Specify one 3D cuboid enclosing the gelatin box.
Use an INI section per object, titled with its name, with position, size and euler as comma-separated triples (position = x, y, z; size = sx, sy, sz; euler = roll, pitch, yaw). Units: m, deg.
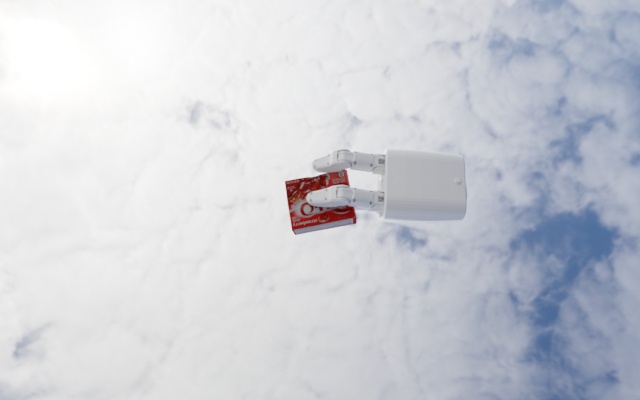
[gelatin box]
position = 0.000, 0.002, 0.655
size = 0.089, 0.073, 0.030
euler = -11, -21, 3
